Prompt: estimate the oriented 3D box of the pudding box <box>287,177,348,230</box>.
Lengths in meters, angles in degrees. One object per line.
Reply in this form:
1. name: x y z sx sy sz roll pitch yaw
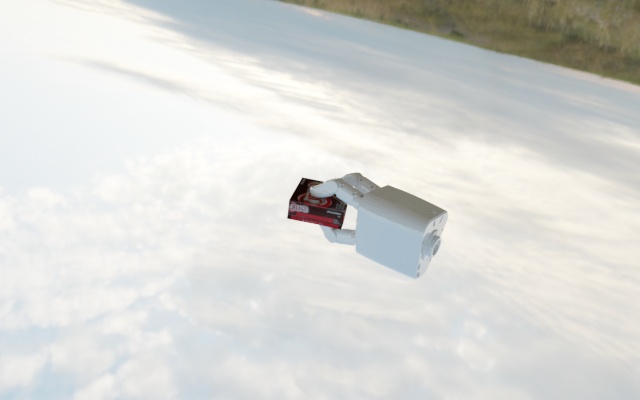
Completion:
1. pudding box: 0.000 0.003 0.784 0.090 0.039 0.113 12 21 4
